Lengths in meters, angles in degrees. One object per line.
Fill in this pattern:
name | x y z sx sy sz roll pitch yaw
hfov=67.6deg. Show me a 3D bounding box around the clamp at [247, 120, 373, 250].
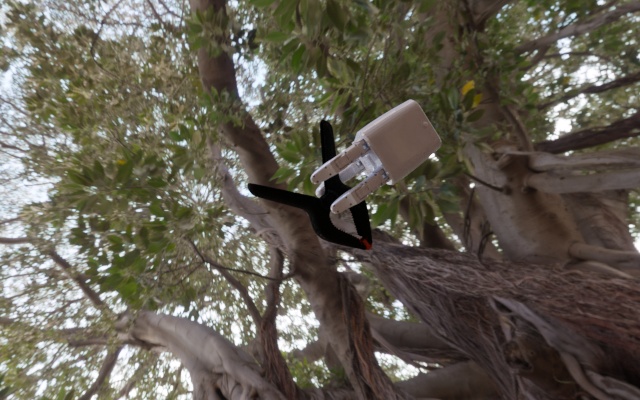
clamp | 0.000 0.003 0.748 0.164 0.210 0.036 -35 7 -10
